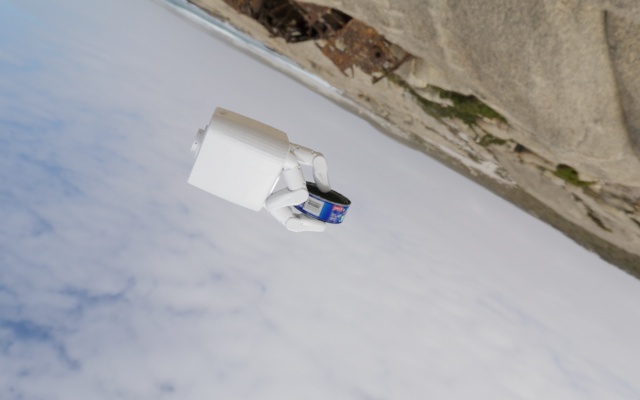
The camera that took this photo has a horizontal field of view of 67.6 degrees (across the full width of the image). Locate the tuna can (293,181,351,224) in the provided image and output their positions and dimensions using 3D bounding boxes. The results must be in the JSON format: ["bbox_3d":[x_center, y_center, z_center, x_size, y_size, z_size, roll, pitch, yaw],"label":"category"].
[{"bbox_3d":[0.000,0.003,0.709,0.086,0.034,0.086,21,13,-5],"label":"tuna can"}]
